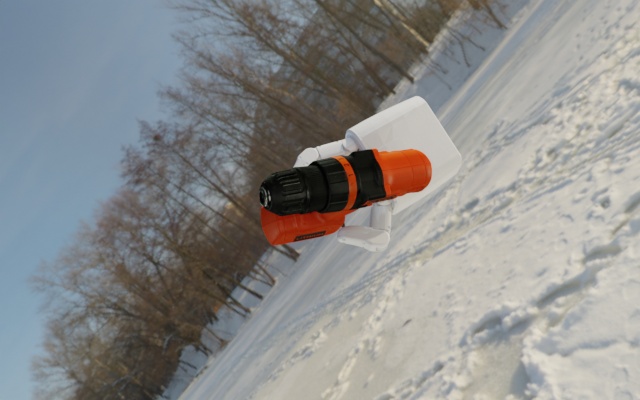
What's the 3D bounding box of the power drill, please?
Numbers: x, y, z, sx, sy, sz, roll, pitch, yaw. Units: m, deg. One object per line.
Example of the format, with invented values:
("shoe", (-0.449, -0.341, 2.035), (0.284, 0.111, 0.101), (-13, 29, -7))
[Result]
("power drill", (0.000, 0.002, 0.513), (0.184, 0.057, 0.188), (-9, -10, -28))
